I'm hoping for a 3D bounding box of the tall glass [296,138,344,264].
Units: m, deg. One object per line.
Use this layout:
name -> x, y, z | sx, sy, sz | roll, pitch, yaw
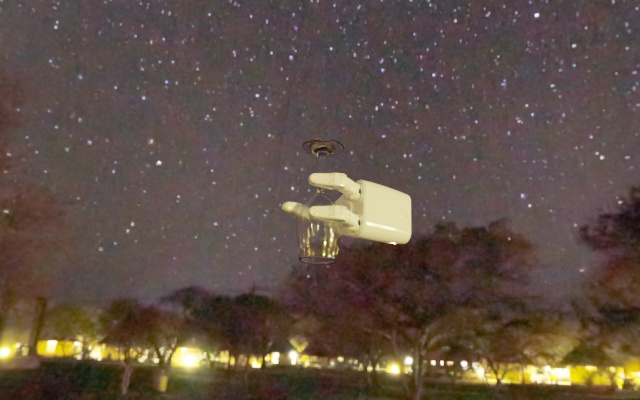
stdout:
tall glass -> 0.000, 0.002, 0.797 | 0.079, 0.201, 0.079 | 3, -18, 1
